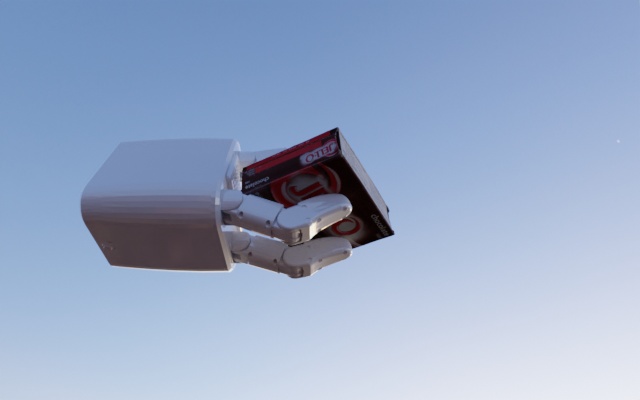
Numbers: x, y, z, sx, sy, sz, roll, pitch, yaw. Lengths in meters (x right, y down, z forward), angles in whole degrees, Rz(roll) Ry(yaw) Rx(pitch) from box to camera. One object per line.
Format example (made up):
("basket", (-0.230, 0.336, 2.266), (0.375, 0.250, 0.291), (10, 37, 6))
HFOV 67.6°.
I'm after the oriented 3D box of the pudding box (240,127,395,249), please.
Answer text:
("pudding box", (0.000, 0.001, 0.404), (0.090, 0.039, 0.113), (-21, -43, 19))
